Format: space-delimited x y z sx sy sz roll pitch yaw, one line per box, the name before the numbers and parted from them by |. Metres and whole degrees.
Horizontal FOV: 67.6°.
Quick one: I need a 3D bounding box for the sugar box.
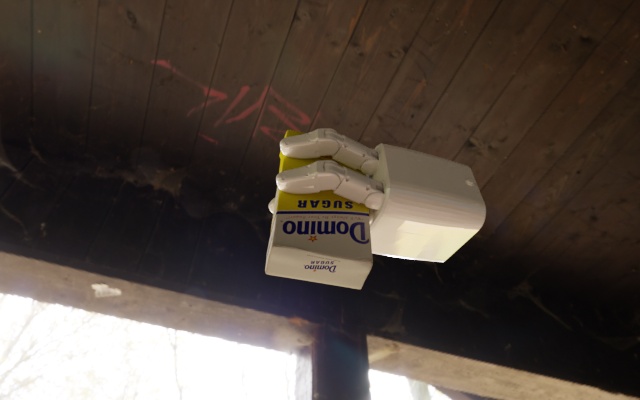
sugar box | 0.000 0.001 0.484 0.093 0.048 0.176 10 40 -9
